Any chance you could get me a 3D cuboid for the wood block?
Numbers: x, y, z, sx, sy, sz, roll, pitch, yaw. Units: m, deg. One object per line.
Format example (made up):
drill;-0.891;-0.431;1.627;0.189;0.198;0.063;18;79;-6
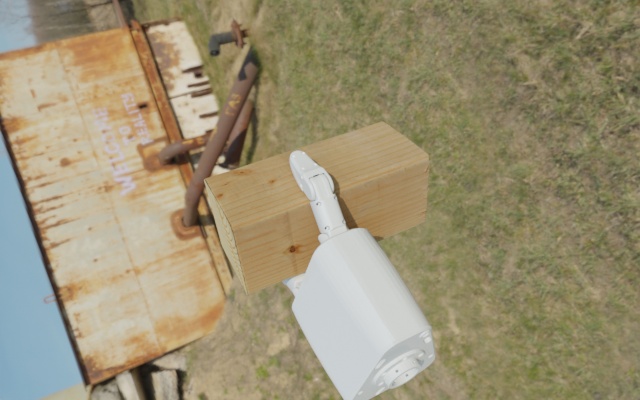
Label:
wood block;0.000;0.002;0.493;0.206;0.091;0.090;-20;40;-18
